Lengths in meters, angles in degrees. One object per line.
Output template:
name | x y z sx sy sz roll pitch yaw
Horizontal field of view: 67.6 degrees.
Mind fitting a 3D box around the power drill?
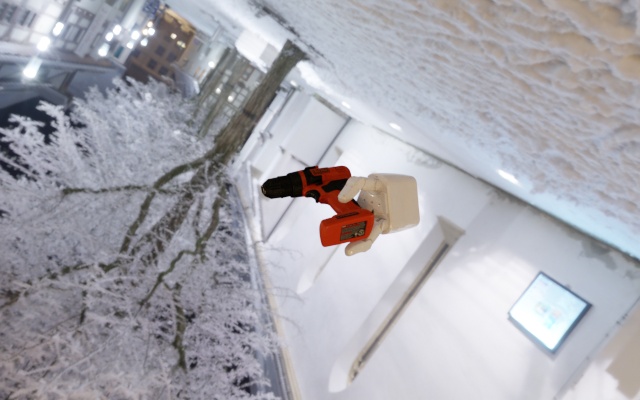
power drill | 0.001 0.003 0.882 0.184 0.057 0.187 -12 41 -19
